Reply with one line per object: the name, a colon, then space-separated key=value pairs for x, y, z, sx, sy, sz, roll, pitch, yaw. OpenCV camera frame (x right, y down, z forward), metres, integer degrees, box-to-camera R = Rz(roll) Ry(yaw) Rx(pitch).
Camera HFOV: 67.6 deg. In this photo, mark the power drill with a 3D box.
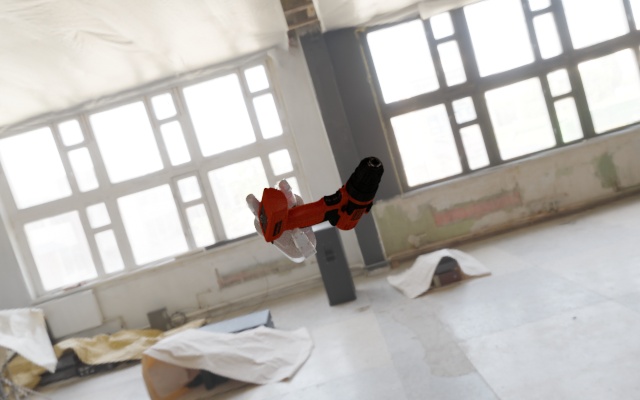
power drill: x=0.000 y=0.003 z=0.768 sx=0.187 sy=0.057 sz=0.185 roll=-9 pitch=-32 yaw=-20
